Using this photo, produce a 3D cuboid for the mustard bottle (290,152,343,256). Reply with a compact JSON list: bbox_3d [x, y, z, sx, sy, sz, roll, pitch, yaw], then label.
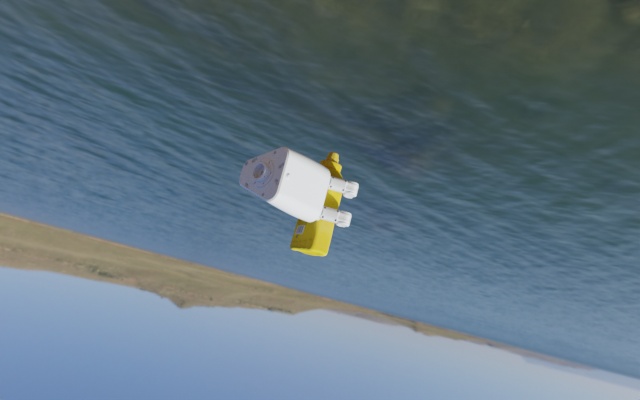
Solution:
[{"bbox_3d":[0.000,0.003,0.872,0.058,0.191,0.096,19,-12,-22],"label":"mustard bottle"}]
